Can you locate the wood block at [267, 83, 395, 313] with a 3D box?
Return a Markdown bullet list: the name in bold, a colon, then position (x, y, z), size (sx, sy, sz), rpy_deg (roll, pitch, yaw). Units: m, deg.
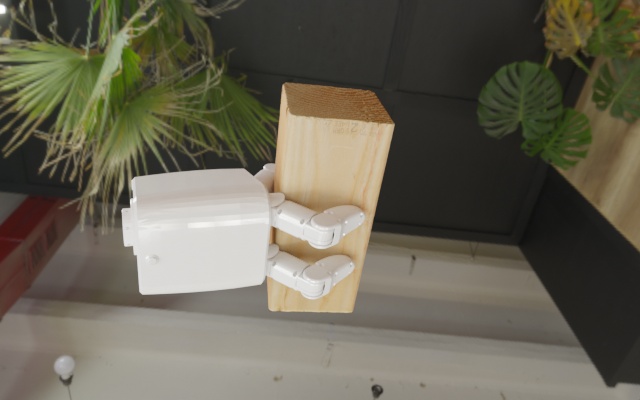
- **wood block**: position (0.000, 0.001, 0.468), size (0.090, 0.206, 0.090), rpy_deg (3, 30, -10)
